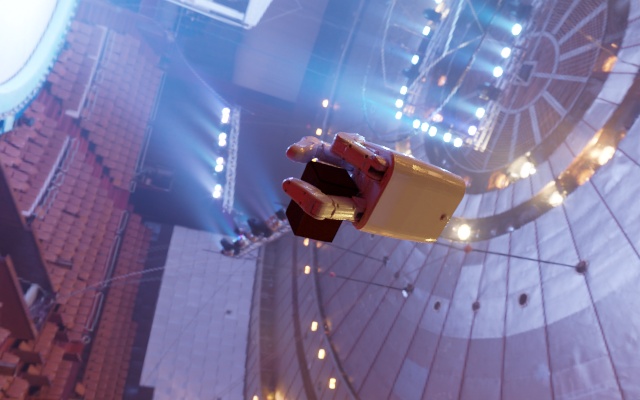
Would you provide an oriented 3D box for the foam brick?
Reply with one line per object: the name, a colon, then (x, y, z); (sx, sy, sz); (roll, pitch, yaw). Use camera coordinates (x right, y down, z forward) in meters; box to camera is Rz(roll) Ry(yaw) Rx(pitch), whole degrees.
foam brick: (0.000, 0.002, 0.561); (0.051, 0.078, 0.053); (14, 27, -25)
